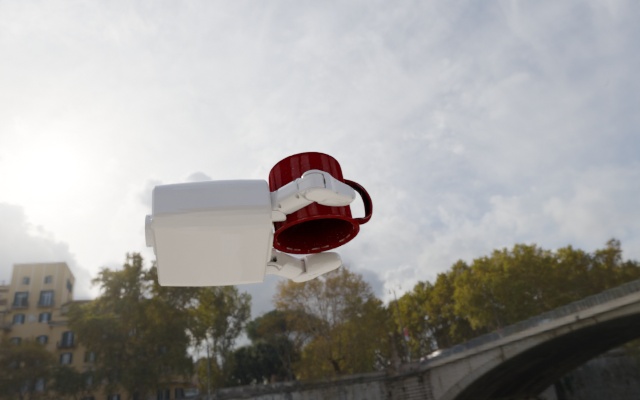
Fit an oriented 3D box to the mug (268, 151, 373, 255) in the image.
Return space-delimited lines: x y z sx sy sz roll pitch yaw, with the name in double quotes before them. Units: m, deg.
"mug" 0.001 0.001 0.510 0.117 0.081 0.093 -2 -28 -16
